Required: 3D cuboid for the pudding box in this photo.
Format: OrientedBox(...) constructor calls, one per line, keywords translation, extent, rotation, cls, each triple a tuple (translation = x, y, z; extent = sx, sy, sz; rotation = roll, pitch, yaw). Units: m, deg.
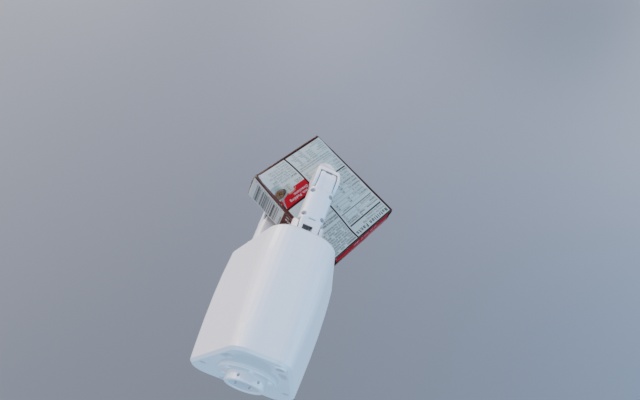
OrientedBox(translation=(0.000, 0.001, 0.468), extent=(0.090, 0.113, 0.039), rotation=(-37, -11, -32), cls="pudding box")
